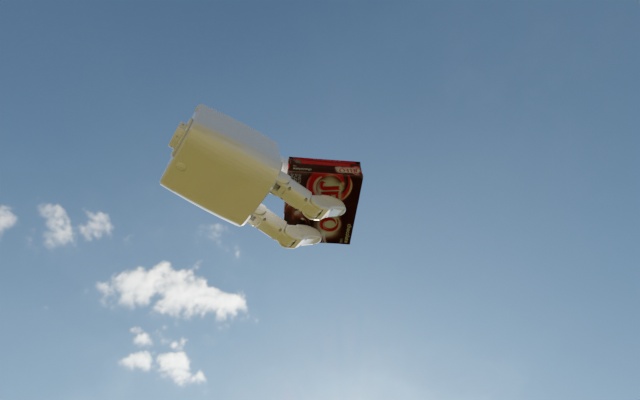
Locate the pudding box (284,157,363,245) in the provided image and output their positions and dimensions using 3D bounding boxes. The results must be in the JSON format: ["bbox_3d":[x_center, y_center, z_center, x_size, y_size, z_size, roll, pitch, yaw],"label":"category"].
[{"bbox_3d":[0.000,0.002,0.598,0.090,0.114,0.039,4,40,-4],"label":"pudding box"}]
